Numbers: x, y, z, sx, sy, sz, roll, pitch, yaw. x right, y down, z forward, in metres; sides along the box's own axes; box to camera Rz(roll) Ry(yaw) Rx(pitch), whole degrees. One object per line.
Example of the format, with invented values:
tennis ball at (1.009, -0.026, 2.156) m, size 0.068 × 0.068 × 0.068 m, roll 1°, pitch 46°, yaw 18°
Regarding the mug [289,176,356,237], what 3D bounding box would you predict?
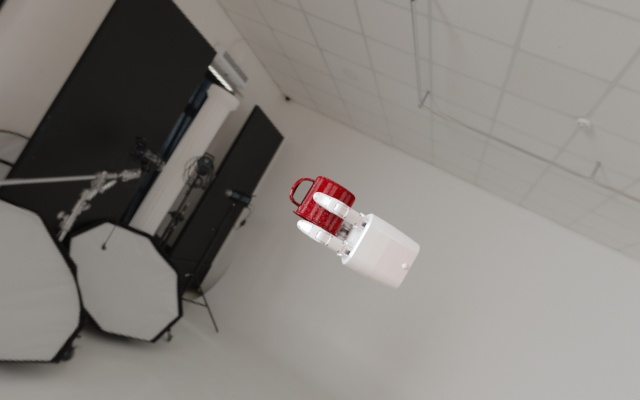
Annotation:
mug at (-0.001, 0.002, 0.856) m, size 0.117 × 0.081 × 0.093 m, roll 32°, pitch -5°, yaw -11°
